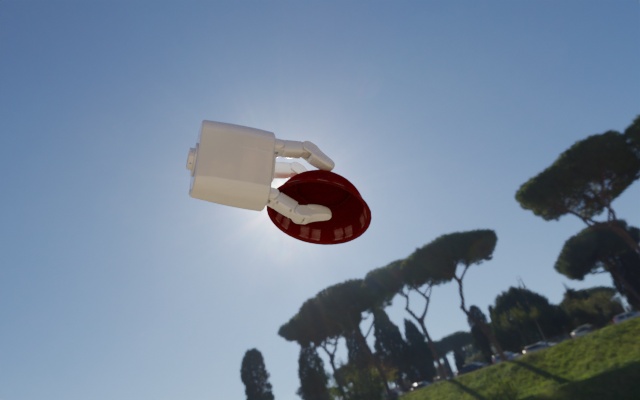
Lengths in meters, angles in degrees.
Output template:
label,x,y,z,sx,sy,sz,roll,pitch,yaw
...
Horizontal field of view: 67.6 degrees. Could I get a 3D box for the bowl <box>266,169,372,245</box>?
label,x,y,z,sx,sy,sz,roll,pitch,yaw
bowl,0.001,0.003,0.742,0.162,0.055,0.162,6,-39,5
